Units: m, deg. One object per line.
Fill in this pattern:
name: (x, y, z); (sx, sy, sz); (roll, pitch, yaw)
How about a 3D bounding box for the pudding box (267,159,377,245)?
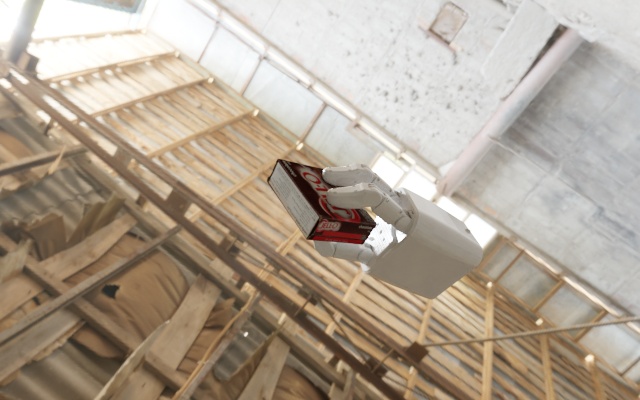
pudding box: (0.000, 0.002, 0.563); (0.090, 0.039, 0.113); (10, 29, -42)
